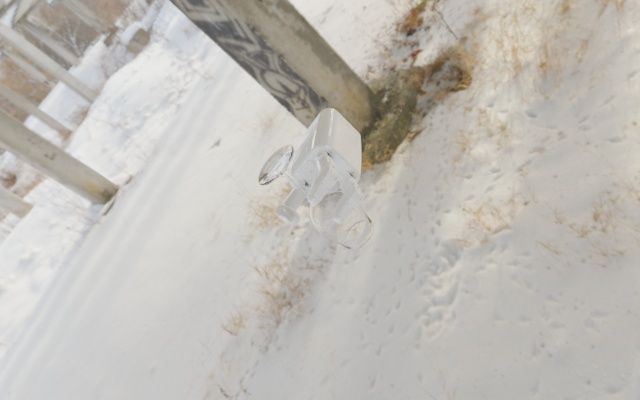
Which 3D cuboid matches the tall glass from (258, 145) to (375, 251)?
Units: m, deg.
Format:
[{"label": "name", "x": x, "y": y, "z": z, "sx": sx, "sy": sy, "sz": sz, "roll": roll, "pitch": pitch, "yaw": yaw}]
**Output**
[{"label": "tall glass", "x": 0.000, "y": 0.002, "z": 0.750, "sx": 0.201, "sy": 0.079, "sz": 0.079, "roll": 40, "pitch": -22, "yaw": -29}]
